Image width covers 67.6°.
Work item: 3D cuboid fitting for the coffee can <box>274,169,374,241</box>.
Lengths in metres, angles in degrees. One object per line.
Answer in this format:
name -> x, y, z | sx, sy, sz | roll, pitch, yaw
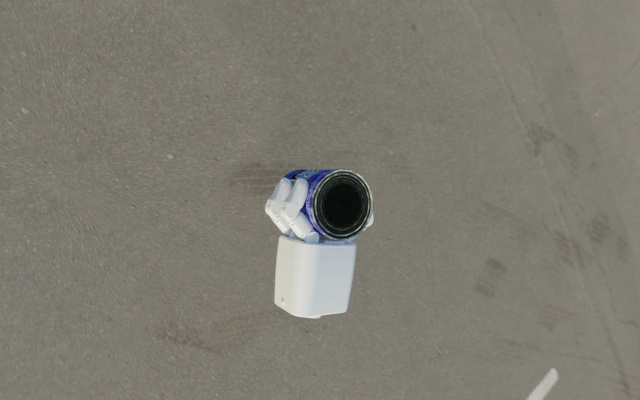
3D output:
coffee can -> 0.000, 0.002, 0.737 | 0.103, 0.103, 0.140 | 0, 3, -28
